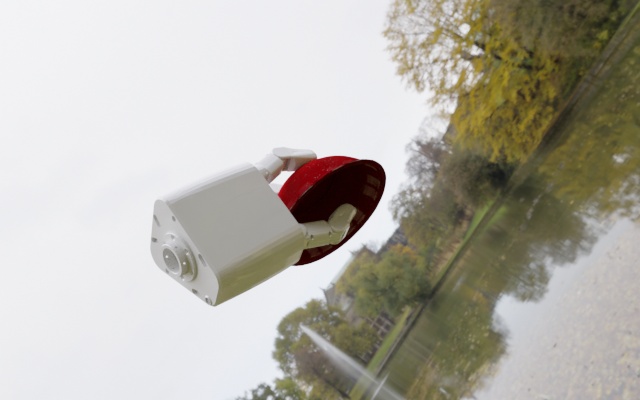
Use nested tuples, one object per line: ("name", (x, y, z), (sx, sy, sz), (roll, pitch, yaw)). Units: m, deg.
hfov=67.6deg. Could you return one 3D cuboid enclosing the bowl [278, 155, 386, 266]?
("bowl", (0.001, 0.002, 0.567), (0.162, 0.162, 0.055), (0, 39, -49))
